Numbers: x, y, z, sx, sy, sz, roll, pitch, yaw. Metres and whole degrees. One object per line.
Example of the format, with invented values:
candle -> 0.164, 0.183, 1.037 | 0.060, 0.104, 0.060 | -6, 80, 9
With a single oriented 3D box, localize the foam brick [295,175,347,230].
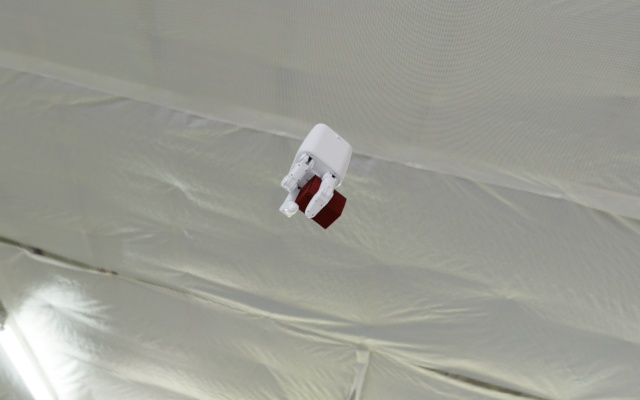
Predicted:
foam brick -> 0.000, 0.003, 0.876 | 0.078, 0.051, 0.053 | 38, -50, -12
